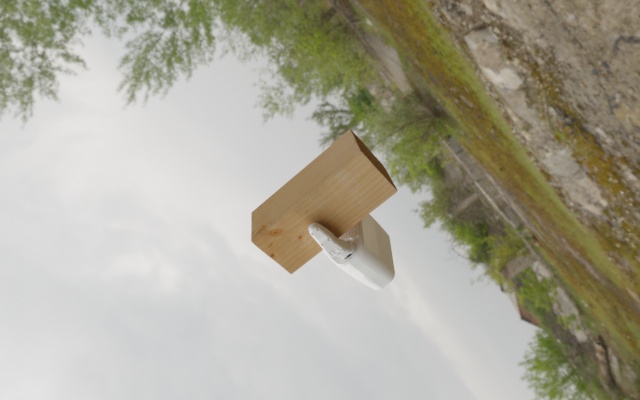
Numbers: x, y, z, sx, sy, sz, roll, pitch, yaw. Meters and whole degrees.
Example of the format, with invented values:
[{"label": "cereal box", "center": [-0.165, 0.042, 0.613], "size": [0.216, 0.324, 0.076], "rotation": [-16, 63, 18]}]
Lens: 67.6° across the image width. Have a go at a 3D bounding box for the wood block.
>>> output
[{"label": "wood block", "center": [0.000, 0.003, 0.719], "size": [0.206, 0.090, 0.090], "rotation": [-40, 27, 13]}]
